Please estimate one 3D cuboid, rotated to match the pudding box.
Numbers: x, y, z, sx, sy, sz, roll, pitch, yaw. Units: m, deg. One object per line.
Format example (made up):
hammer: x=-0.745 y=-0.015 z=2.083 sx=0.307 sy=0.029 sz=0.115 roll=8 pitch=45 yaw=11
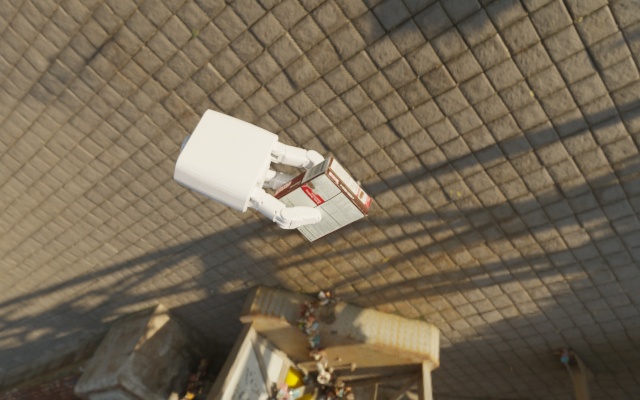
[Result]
pudding box: x=0.000 y=0.002 z=0.664 sx=0.113 sy=0.090 sz=0.039 roll=-28 pitch=27 yaw=38
